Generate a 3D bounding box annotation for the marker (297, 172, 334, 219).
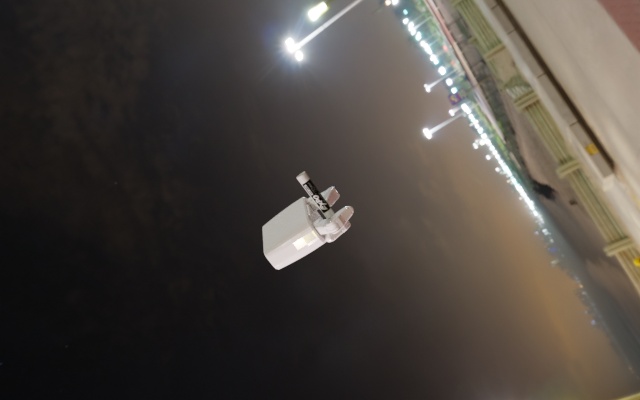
[{"bbox_3d":[0.000,0.003,0.840,0.020,0.121,0.020,-34,12,8],"label":"marker"}]
